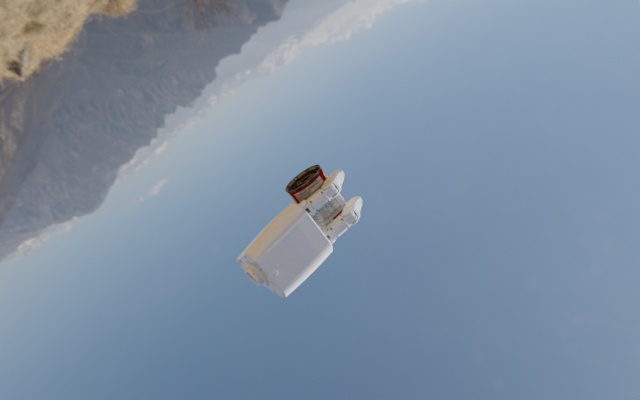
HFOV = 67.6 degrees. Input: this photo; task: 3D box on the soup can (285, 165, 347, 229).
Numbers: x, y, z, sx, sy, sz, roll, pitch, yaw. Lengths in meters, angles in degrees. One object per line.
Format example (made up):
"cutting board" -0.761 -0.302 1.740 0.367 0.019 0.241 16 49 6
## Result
"soup can" 0.001 0.002 0.774 0.068 0.102 0.068 -32 19 13
